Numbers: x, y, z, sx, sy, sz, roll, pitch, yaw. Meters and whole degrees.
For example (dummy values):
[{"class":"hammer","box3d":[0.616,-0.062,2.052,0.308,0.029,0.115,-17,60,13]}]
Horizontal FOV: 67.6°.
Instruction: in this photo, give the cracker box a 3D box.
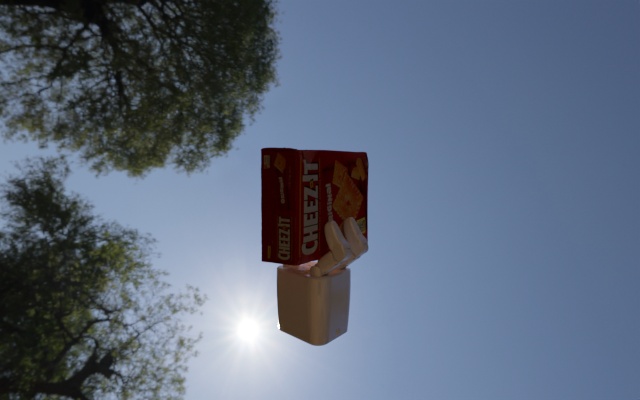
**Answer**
[{"class":"cracker box","box3d":[0.000,0.002,0.747,0.072,0.164,0.213,3,5,32]}]
